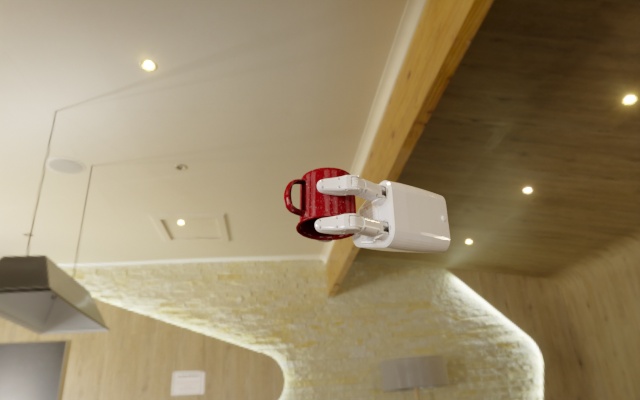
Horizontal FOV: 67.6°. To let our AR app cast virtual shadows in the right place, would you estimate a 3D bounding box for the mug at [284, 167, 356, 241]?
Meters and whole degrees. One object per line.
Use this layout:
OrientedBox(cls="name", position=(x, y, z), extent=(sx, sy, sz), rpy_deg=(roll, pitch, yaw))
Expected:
OrientedBox(cls="mug", position=(-0.001, 0.002, 0.695), extent=(0.117, 0.081, 0.093), rpy_deg=(13, -29, -26))
